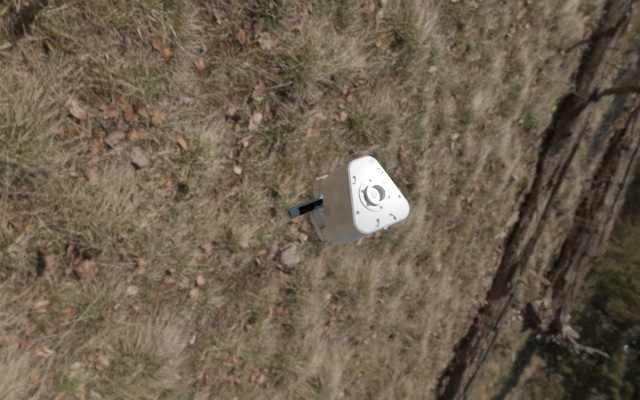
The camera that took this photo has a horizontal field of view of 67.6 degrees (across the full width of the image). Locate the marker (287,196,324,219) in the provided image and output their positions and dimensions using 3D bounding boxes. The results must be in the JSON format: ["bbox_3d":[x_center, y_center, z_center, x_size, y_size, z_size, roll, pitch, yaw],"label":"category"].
[{"bbox_3d":[0.000,0.003,0.823,0.121,0.020,0.020,-21,8,-22],"label":"marker"}]
